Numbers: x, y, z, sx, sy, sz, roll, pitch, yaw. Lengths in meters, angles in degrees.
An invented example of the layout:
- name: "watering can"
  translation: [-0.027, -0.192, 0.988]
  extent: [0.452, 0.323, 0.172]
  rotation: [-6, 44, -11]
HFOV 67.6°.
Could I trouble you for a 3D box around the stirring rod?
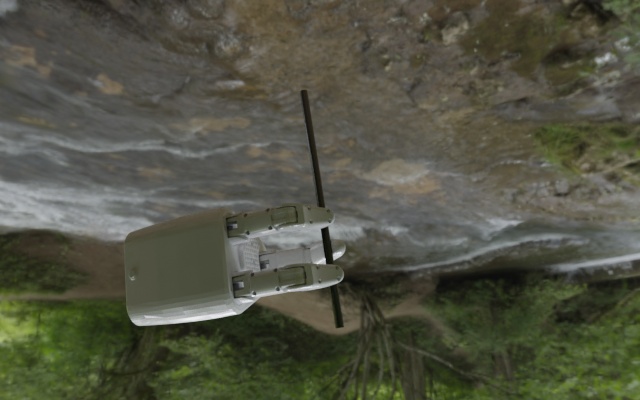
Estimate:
- name: "stirring rod"
  translation: [0.000, 0.001, 0.467]
  extent: [0.011, 0.239, 0.011]
  rotation: [-8, -15, -2]
